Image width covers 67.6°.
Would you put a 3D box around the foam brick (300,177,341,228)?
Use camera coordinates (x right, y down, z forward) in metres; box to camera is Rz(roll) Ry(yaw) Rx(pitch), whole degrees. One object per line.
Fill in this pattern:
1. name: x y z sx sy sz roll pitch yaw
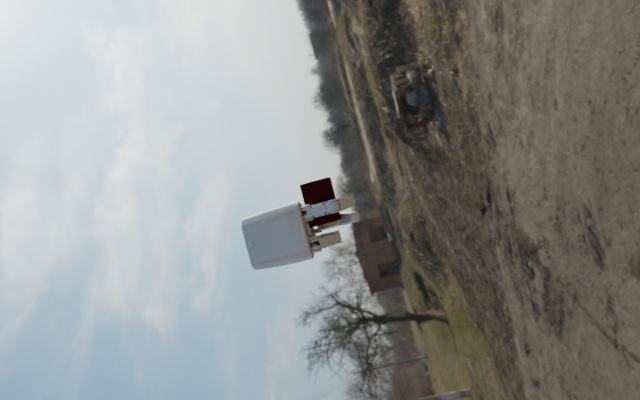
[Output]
1. foam brick: 0.000 0.002 0.832 0.051 0.078 0.053 -15 -1 7
